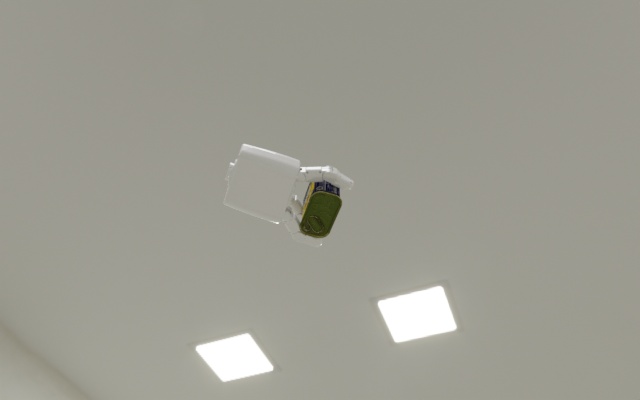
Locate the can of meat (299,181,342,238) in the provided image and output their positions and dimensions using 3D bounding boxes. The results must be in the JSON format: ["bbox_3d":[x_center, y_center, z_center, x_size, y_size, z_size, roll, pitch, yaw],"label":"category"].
[{"bbox_3d":[0.000,0.003,0.876,0.057,0.102,0.084,15,35,-10],"label":"can of meat"}]
